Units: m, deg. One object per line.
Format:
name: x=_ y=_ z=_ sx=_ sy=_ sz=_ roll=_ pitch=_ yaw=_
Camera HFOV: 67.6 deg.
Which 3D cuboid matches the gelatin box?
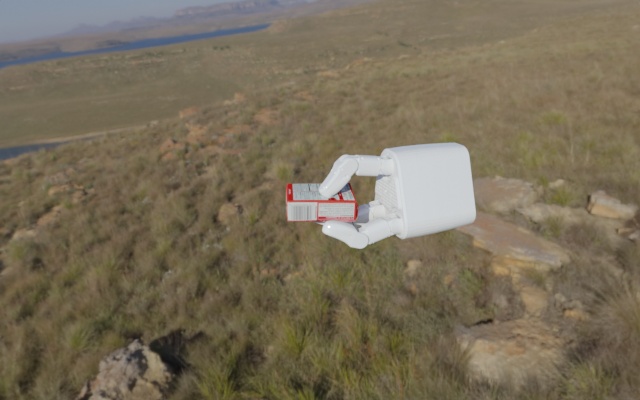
gelatin box: x=0.000 y=0.002 z=0.616 sx=0.089 sy=0.030 sz=0.073 roll=0 pitch=20 yaw=-4
